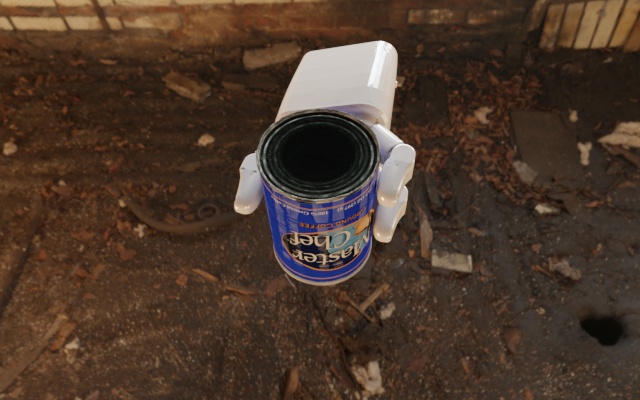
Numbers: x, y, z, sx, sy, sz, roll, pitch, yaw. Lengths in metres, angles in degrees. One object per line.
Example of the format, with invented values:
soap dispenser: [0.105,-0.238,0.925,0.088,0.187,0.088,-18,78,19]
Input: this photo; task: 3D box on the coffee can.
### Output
coffee can: [0.000,0.002,0.444,0.103,0.102,0.140,0,-37,2]
